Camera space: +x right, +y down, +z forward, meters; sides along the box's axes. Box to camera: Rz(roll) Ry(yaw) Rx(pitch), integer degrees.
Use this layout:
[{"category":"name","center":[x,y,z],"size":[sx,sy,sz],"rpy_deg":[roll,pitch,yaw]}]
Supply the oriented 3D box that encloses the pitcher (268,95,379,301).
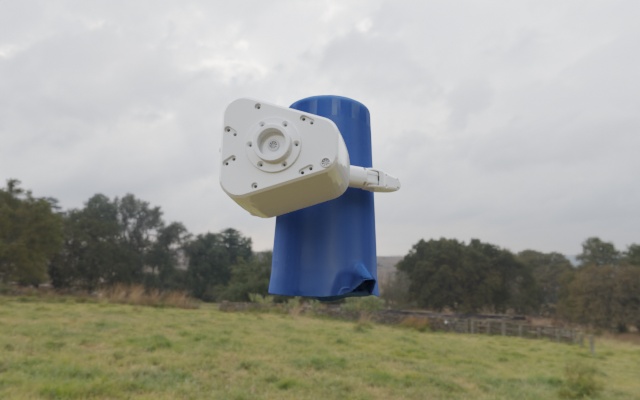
[{"category":"pitcher","center":[0.000,0.002,0.601],"size":[0.149,0.242,0.145],"rpy_deg":[0,-9,10]}]
